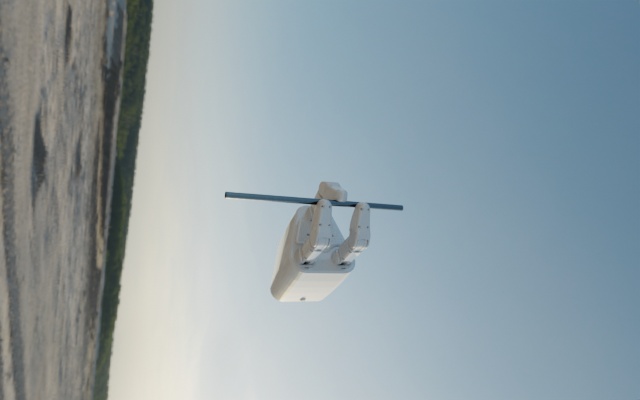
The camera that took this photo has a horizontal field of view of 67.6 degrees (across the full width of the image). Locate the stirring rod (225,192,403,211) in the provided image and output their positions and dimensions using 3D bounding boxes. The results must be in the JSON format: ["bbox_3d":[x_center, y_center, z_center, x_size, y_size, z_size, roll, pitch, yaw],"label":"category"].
[{"bbox_3d":[0.000,0.002,0.600,0.239,0.011,0.011,4,-2,-23],"label":"stirring rod"}]
